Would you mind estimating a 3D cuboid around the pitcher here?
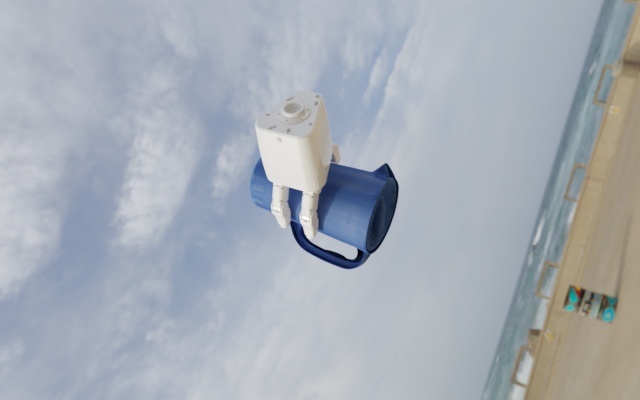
[{"bbox_3d":[0.000,0.003,0.824,0.243,0.149,0.145,18,-36,23],"label":"pitcher"}]
